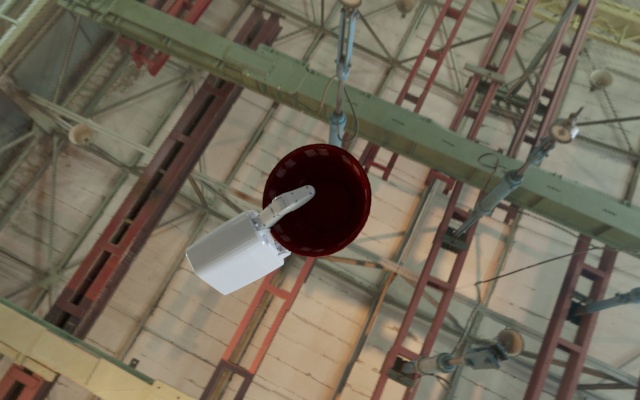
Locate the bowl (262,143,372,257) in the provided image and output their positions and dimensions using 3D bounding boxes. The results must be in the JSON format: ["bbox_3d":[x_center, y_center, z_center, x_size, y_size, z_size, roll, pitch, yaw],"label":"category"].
[{"bbox_3d":[0.001,0.002,0.689,0.162,0.162,0.055,0,-9,19],"label":"bowl"}]
